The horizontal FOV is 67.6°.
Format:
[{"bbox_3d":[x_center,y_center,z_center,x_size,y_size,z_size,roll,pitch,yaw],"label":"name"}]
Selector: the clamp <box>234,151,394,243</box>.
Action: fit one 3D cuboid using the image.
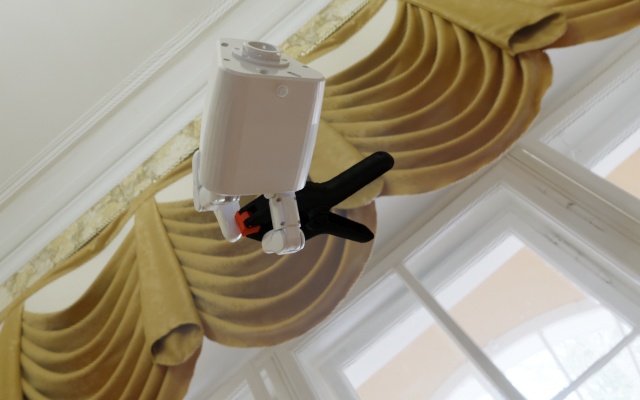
[{"bbox_3d":[0.000,0.001,0.496,0.171,0.120,0.039,-4,33,-31],"label":"clamp"}]
